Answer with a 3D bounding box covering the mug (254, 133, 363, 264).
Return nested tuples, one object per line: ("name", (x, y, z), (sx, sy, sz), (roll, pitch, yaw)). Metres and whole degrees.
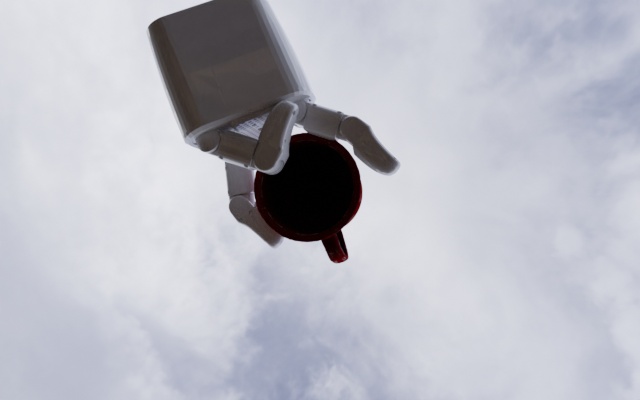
("mug", (0.001, 0.003, 0.439), (0.093, 0.117, 0.081), (-25, -7, 9))
